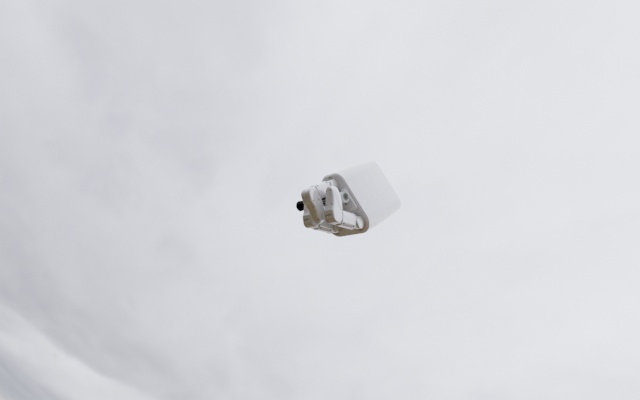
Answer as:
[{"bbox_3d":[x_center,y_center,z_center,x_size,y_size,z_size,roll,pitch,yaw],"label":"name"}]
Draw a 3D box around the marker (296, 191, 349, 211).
[{"bbox_3d":[0.000,0.003,0.814,0.020,0.020,0.121,0,-8,-43],"label":"marker"}]
